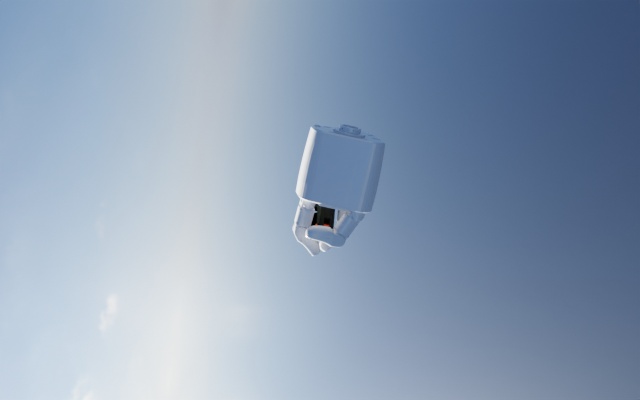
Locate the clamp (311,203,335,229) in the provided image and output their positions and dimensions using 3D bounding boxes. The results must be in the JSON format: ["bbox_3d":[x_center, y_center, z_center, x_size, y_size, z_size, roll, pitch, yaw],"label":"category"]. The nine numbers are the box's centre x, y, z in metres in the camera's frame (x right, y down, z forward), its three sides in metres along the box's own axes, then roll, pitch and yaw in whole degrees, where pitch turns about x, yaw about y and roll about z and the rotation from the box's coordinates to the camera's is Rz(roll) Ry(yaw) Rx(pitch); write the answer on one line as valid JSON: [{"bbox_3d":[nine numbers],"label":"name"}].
[{"bbox_3d":[0.000,0.003,0.800,0.039,0.120,0.171,7,17,-14],"label":"clamp"}]
